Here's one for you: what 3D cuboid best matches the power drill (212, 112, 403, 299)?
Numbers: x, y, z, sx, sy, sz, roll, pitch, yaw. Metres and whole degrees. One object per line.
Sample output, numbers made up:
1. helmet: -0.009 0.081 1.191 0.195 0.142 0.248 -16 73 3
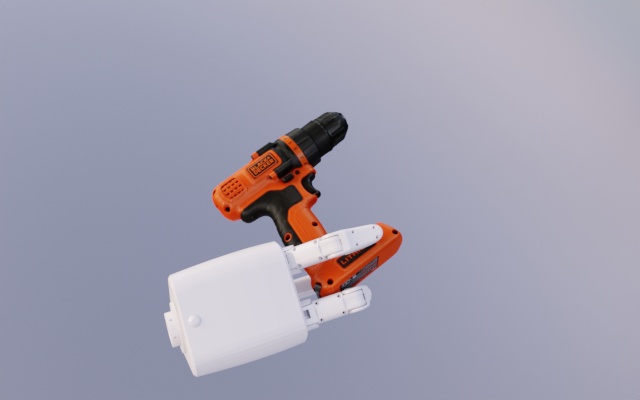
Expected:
1. power drill: 0.000 0.002 0.526 0.184 0.187 0.057 -38 -25 -12
